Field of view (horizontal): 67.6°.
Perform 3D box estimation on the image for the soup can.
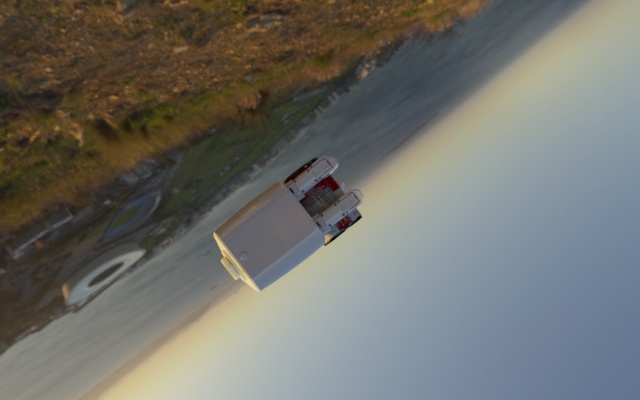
[{"bbox_3d":[0.001,0.002,0.647,0.068,0.102,0.068,-38,-2,-2],"label":"soup can"}]
